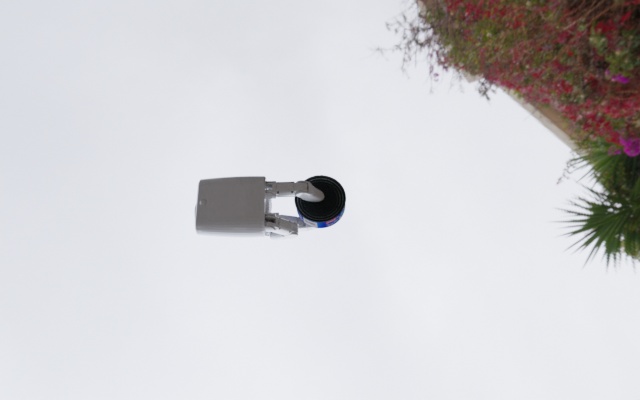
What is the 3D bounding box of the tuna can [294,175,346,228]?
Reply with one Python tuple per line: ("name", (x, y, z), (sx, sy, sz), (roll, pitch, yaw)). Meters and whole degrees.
("tuna can", (0.000, 0.003, 0.801), (0.086, 0.086, 0.034), (0, -24, 3))
